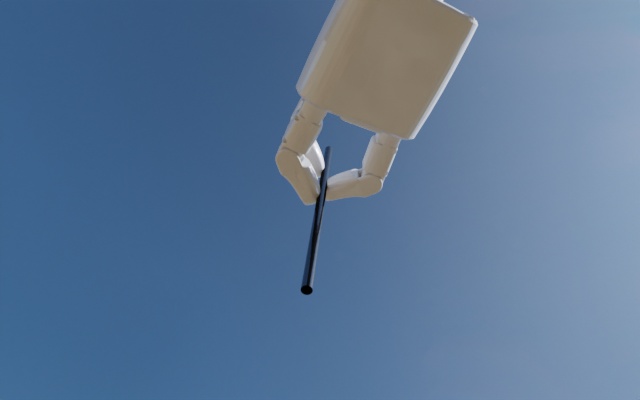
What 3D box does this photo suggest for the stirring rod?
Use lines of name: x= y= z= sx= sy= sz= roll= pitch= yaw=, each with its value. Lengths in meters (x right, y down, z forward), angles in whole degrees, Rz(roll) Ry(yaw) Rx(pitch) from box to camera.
stirring rod: x=0.000 y=0.001 z=0.415 sx=0.011 sy=0.011 sz=0.239 roll=0 pitch=28 yaw=5
